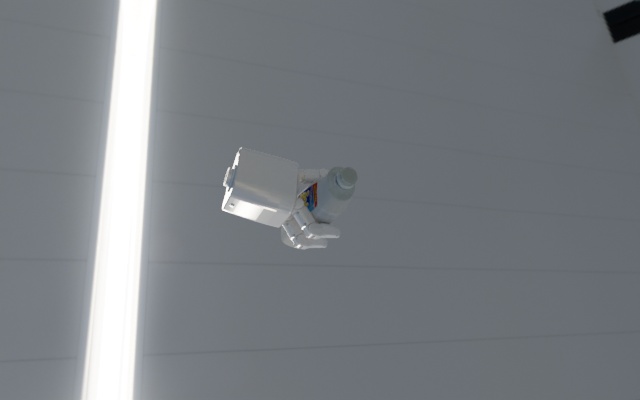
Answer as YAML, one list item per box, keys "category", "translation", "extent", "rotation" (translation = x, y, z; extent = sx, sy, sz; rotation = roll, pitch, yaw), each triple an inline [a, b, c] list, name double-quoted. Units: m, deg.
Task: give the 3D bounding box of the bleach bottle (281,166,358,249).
- category: "bleach bottle"
  translation: [0.000, 0.003, 0.841]
  extent: [0.068, 0.102, 0.251]
  rotation: [17, -29, -15]
